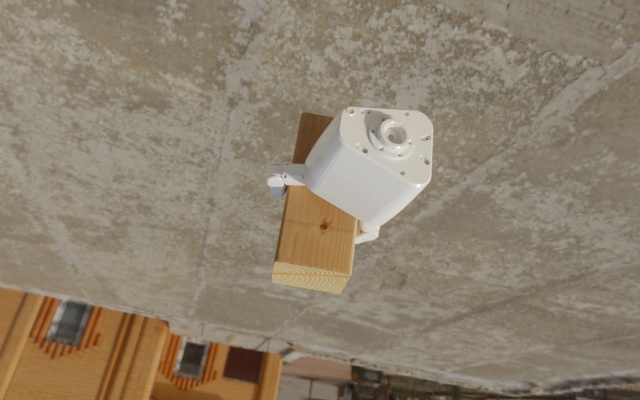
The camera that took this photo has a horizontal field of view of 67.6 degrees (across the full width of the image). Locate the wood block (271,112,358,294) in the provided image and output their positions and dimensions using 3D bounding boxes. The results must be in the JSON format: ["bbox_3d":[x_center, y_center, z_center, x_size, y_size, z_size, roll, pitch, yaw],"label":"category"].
[{"bbox_3d":[0.000,0.002,0.613,0.091,0.206,0.090,10,-26,-3],"label":"wood block"}]
